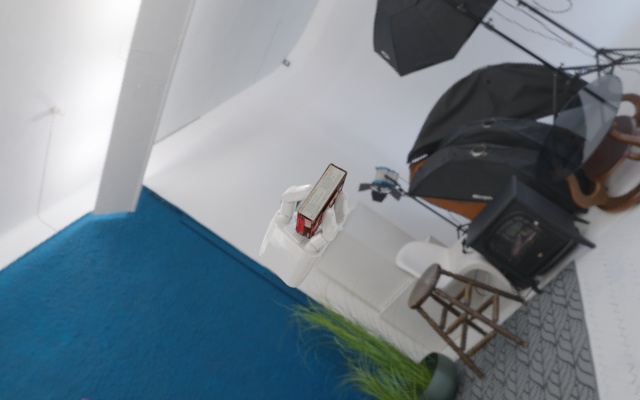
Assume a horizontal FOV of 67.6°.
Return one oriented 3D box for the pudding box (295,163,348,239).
[{"bbox_3d":[0.000,0.003,0.829,0.039,0.113,0.090,29,-22,6],"label":"pudding box"}]
